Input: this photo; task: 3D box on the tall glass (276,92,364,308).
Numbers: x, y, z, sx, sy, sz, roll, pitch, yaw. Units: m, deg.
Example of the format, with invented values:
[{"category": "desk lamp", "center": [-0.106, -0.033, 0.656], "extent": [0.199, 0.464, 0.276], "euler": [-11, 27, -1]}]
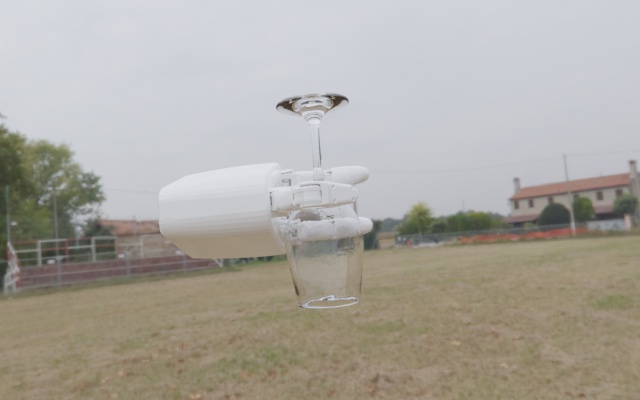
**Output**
[{"category": "tall glass", "center": [0.000, 0.001, 0.474], "extent": [0.079, 0.201, 0.079], "euler": [-5, -5, 0]}]
